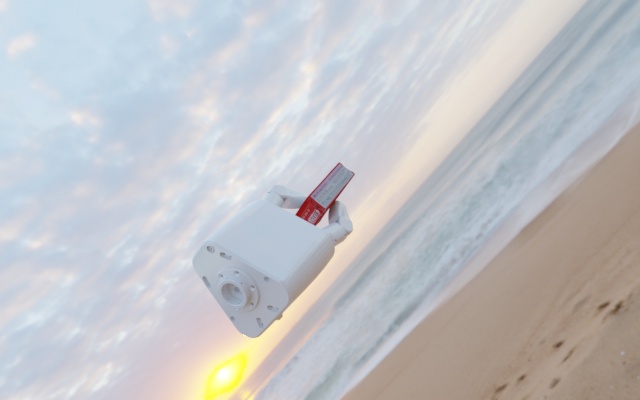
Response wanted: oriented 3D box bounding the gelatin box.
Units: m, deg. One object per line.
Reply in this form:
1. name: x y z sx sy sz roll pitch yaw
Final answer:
1. gelatin box: 0.000 0.002 0.609 0.089 0.030 0.073 -51 -2 -45
